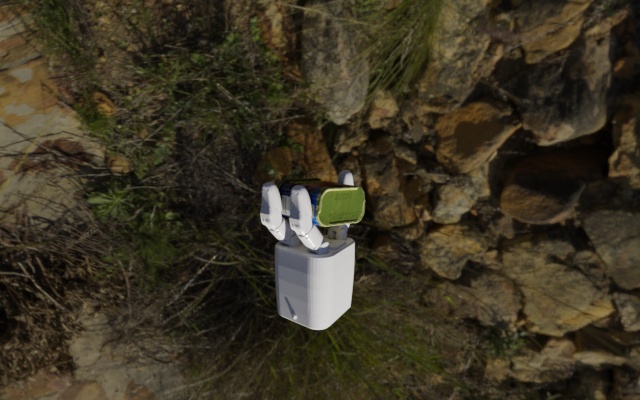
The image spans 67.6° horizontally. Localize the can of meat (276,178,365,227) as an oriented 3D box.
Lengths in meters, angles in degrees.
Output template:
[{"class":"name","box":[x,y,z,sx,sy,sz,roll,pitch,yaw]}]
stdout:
[{"class":"can of meat","box":[0.000,0.002,0.659,0.084,0.057,0.102,10,10,42]}]
